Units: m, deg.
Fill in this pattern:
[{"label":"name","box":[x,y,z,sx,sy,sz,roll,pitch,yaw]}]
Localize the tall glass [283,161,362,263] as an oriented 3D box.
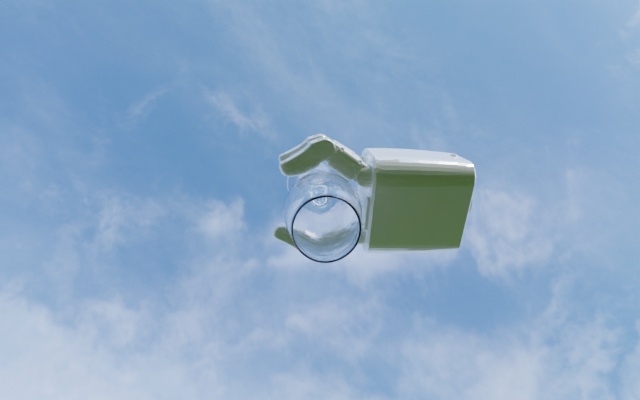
[{"label":"tall glass","box":[0.000,0.002,0.509,0.079,0.079,0.201,0,14,-3]}]
